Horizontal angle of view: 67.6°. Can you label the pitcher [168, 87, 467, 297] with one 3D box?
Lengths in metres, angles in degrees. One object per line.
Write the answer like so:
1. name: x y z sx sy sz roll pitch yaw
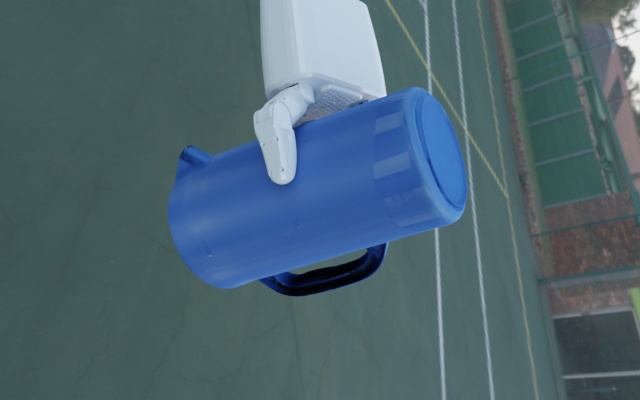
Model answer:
1. pitcher: 0.000 0.001 0.425 0.243 0.145 0.149 -17 -19 31
